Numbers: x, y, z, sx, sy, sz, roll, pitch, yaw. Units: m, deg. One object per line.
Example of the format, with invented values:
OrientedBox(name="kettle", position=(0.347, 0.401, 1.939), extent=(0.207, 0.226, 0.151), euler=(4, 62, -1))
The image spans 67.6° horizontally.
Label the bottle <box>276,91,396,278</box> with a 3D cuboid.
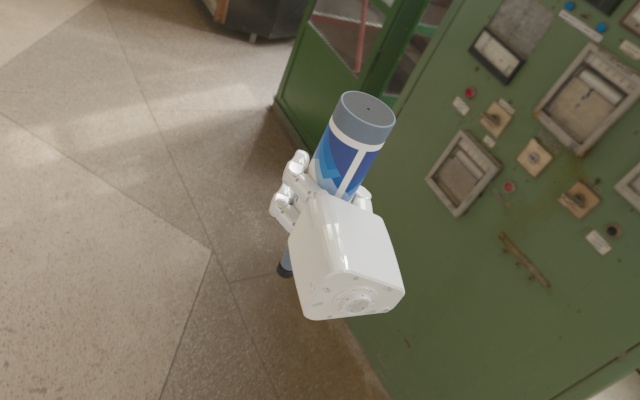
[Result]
OrientedBox(name="bottle", position=(0.000, 0.002, 0.612), extent=(0.069, 0.069, 0.296), euler=(0, -44, -30))
